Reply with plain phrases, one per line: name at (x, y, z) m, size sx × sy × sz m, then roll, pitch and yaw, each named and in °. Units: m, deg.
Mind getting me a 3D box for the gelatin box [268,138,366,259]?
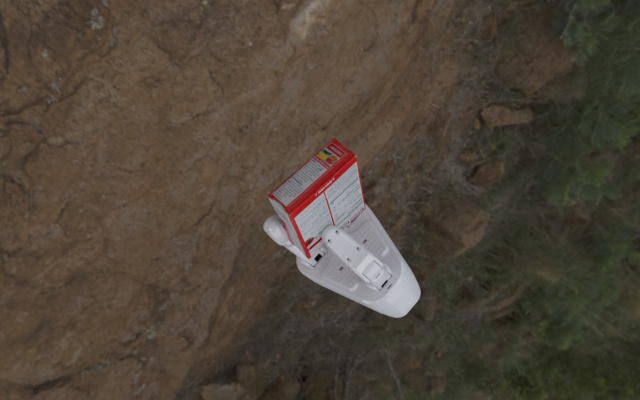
gelatin box at (0.000, 0.001, 0.406) m, size 0.030 × 0.073 × 0.089 m, roll 41°, pitch -16°, yaw 27°
